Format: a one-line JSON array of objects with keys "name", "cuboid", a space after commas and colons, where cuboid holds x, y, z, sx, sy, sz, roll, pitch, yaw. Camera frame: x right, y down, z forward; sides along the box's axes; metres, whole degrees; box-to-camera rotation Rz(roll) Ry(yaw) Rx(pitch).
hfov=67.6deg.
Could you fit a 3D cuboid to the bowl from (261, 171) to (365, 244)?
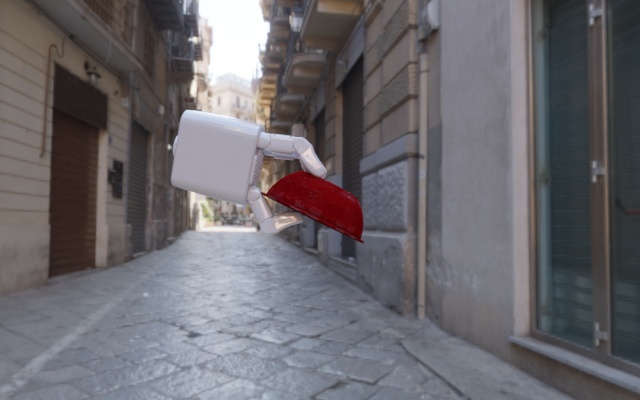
[{"name": "bowl", "cuboid": [0.001, 0.002, 0.674, 0.162, 0.055, 0.162, 26, -3, 1]}]
